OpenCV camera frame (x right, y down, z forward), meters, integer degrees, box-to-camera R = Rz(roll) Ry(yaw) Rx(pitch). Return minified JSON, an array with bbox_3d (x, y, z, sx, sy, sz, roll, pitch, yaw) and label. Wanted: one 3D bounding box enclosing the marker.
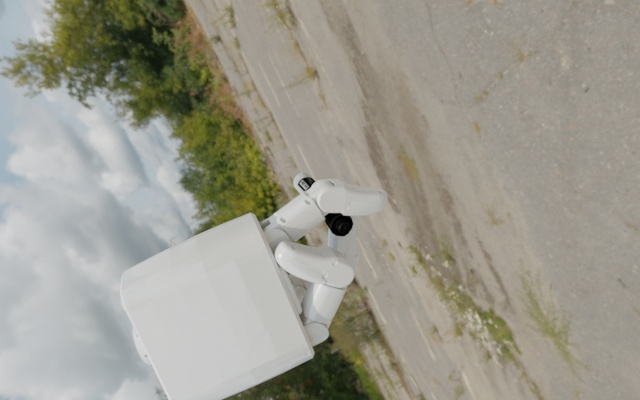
[{"bbox_3d":[0.000,0.001,0.413,0.020,0.020,0.121,0,19,-18],"label":"marker"}]
